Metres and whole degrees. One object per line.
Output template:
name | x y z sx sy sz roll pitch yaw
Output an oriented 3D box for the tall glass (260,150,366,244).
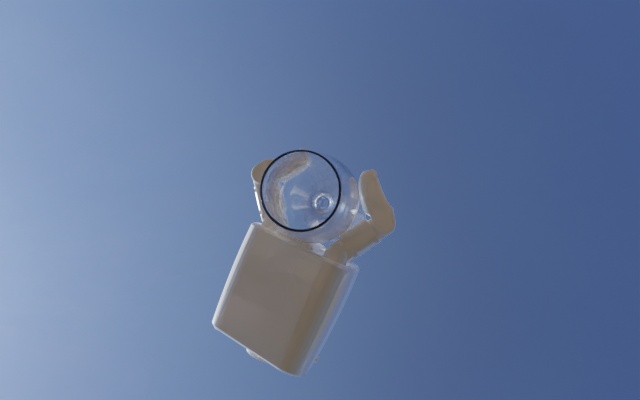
tall glass | 0.000 0.001 0.450 0.079 0.079 0.201 0 -5 9
